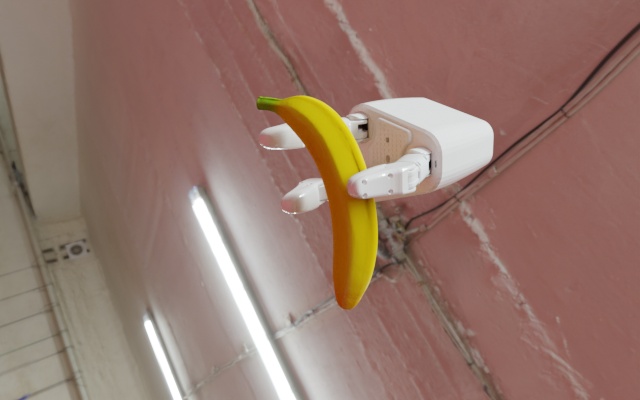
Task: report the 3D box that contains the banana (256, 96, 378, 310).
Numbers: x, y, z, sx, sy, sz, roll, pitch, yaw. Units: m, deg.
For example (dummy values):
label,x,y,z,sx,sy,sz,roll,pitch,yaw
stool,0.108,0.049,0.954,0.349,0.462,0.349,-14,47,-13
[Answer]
label,x,y,z,sx,sy,sz,roll,pitch,yaw
banana,0.012,-0.007,0.398,0.069,0.198,0.037,-22,-1,41
